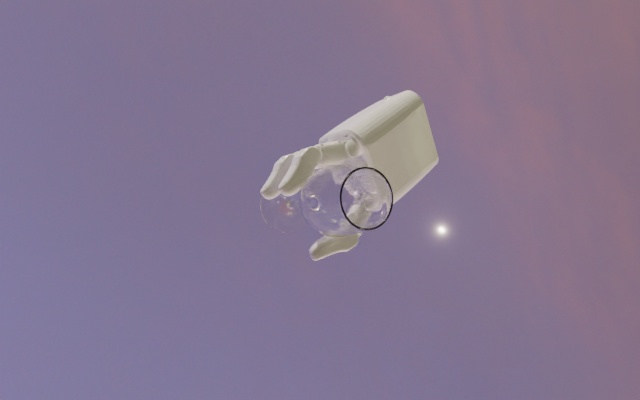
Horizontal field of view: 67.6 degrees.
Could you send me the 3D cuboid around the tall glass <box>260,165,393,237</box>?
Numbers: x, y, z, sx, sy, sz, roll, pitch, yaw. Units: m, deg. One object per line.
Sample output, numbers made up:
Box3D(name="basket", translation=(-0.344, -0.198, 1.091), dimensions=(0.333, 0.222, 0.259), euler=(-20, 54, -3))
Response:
Box3D(name="tall glass", translation=(0.000, 0.002, 0.549), dimensions=(0.079, 0.079, 0.201), euler=(0, -2, -27))
